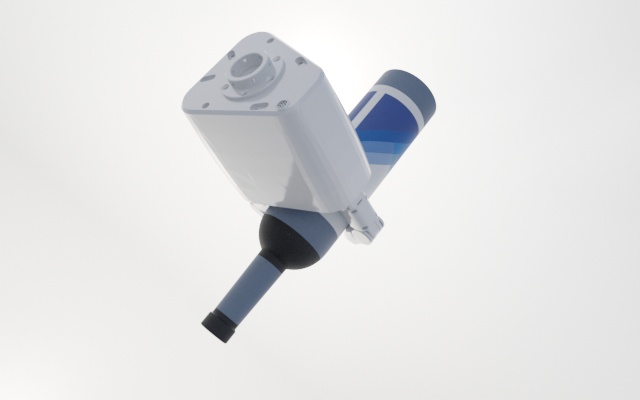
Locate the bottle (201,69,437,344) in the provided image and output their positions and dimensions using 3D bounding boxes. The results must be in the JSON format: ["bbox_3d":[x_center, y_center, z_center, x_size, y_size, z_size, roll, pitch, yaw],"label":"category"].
[{"bbox_3d":[0.000,0.001,0.438,0.069,0.295,0.069,35,-18,13],"label":"bottle"}]
